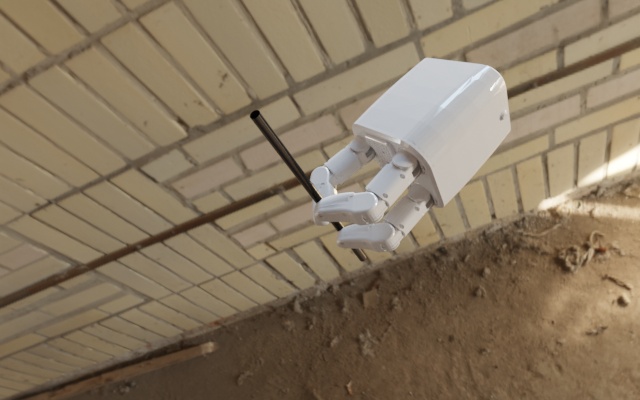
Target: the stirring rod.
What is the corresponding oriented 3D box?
[{"bbox_3d":[0.000,0.001,0.425,0.011,0.011,0.240,0,-31,26],"label":"stirring rod"}]
